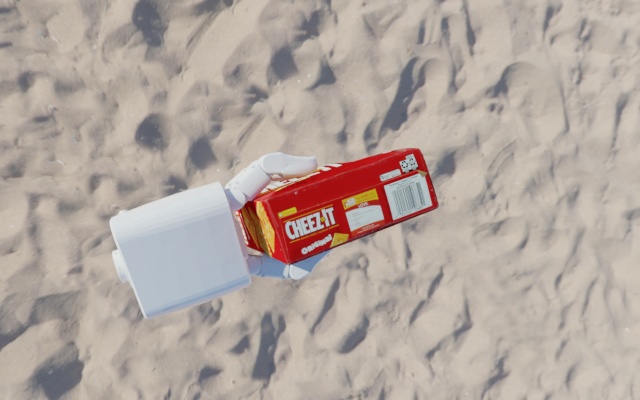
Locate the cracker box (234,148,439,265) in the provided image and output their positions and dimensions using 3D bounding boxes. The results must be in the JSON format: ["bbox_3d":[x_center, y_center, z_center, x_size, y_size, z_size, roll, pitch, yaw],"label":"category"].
[{"bbox_3d":[0.000,0.002,0.533,0.164,0.072,0.213,-20,6,-18],"label":"cracker box"}]
